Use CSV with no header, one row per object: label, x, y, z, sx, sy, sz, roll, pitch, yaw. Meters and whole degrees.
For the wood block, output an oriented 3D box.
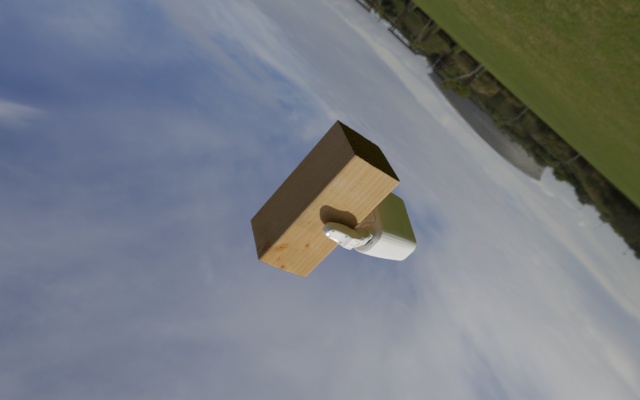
wood block,0.000,0.003,0.681,0.090,0.206,0.090,27,27,-34
